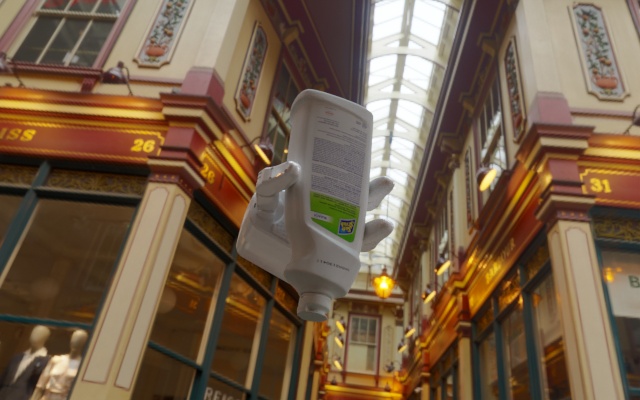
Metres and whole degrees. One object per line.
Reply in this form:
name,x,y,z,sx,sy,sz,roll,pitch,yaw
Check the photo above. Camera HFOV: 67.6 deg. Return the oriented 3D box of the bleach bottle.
bleach bottle,0.000,0.002,0.514,0.102,0.250,0.068,16,-31,-12
